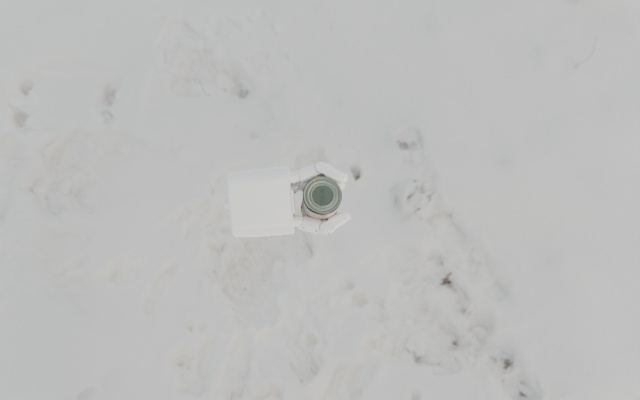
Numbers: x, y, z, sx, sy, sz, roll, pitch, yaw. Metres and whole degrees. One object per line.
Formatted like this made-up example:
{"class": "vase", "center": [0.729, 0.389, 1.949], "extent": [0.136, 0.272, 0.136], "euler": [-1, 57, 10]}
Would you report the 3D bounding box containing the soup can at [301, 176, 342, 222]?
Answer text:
{"class": "soup can", "center": [0.001, 0.003, 0.841], "extent": [0.068, 0.068, 0.102], "euler": [0, -14, -3]}
